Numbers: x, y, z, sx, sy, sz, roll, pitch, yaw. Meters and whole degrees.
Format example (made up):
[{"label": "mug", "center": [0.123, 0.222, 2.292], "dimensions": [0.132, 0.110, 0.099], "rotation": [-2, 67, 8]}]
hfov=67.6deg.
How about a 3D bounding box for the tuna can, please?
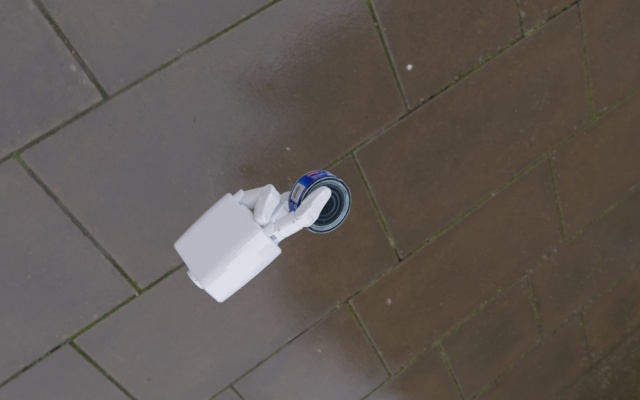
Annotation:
[{"label": "tuna can", "center": [0.000, 0.002, 0.671], "dimensions": [0.086, 0.086, 0.033], "rotation": [0, 18, -31]}]
